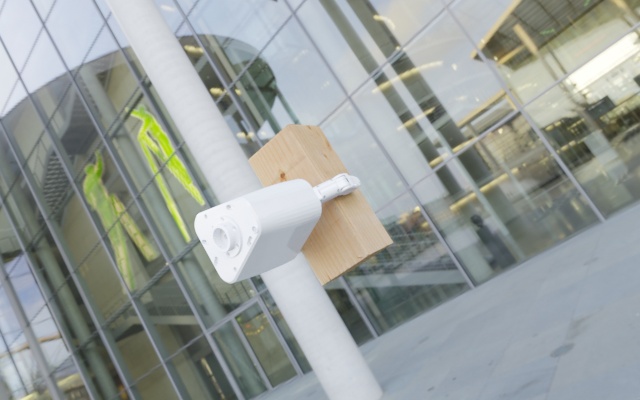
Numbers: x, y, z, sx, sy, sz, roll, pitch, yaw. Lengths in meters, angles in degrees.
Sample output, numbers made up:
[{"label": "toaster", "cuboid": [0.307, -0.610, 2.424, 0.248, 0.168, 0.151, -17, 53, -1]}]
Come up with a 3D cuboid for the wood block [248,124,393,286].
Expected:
[{"label": "wood block", "cuboid": [0.000, 0.002, 0.678, 0.091, 0.206, 0.090, -37, -12, 27]}]
